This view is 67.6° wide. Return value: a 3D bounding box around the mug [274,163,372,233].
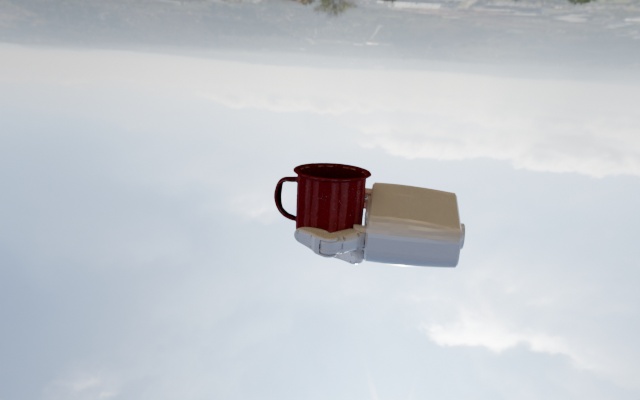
[{"bbox_3d":[-0.001,0.002,0.580,0.117,0.081,0.093,6,16,9],"label":"mug"}]
